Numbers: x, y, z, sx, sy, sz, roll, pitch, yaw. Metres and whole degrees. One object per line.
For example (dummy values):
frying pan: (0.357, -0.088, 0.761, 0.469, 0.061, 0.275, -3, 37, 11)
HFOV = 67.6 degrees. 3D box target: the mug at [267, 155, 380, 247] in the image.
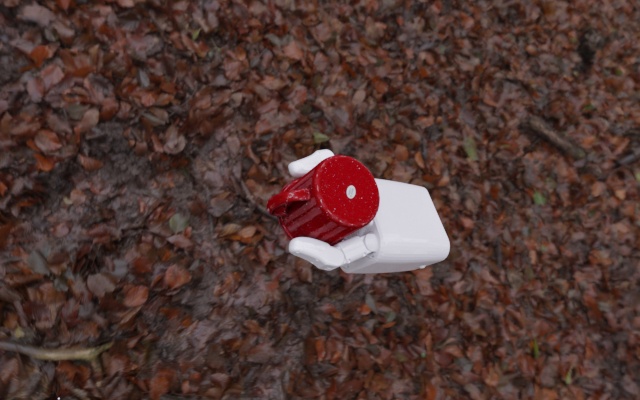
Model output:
mug: (-0.001, 0.001, 0.512, 0.117, 0.093, 0.081, 3, -21, -30)
